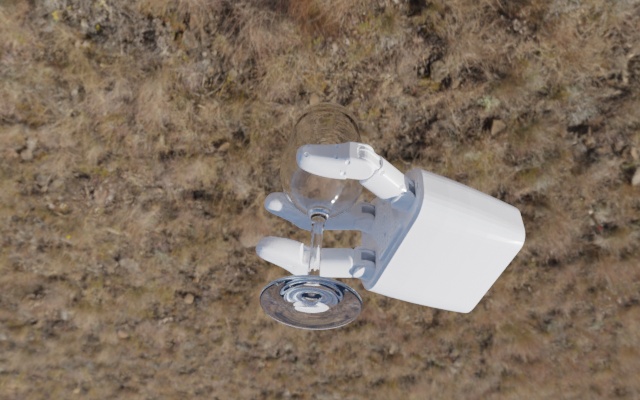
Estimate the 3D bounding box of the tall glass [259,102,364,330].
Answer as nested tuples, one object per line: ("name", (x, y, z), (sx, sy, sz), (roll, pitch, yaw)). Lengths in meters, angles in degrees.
("tall glass", (0.000, 0.002, 0.407), (0.079, 0.200, 0.079), (3, -41, 2))
